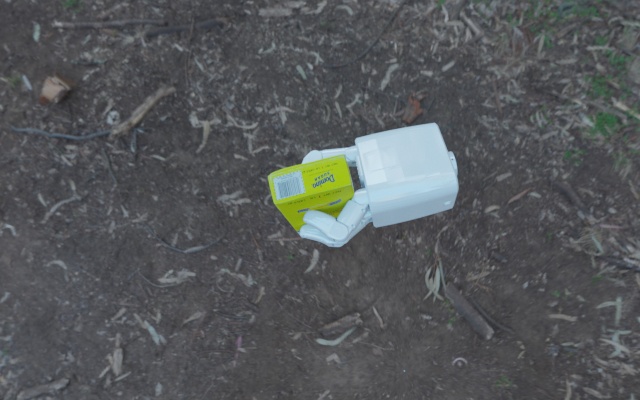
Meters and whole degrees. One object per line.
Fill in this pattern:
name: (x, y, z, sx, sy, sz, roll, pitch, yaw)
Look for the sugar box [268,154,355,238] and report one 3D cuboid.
sugar box: (0.000, 0.002, 0.617, 0.093, 0.048, 0.176, -14, -21, 5)
